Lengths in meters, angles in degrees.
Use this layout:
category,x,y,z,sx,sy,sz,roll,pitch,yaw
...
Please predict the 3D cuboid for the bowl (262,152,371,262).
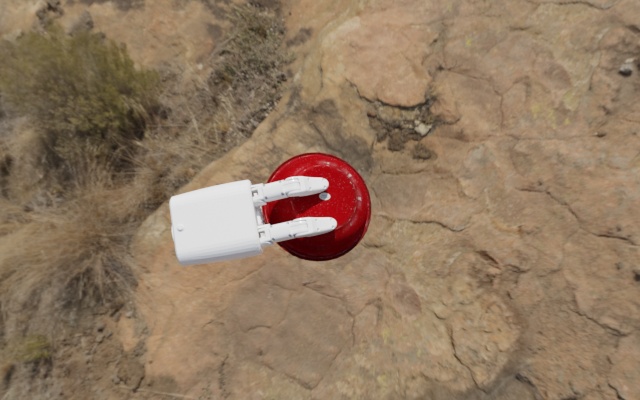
category,x,y,z,sx,sy,sz,roll,pitch,yaw
bowl,0.001,0.002,0.667,0.162,0.162,0.055,0,-12,-10
